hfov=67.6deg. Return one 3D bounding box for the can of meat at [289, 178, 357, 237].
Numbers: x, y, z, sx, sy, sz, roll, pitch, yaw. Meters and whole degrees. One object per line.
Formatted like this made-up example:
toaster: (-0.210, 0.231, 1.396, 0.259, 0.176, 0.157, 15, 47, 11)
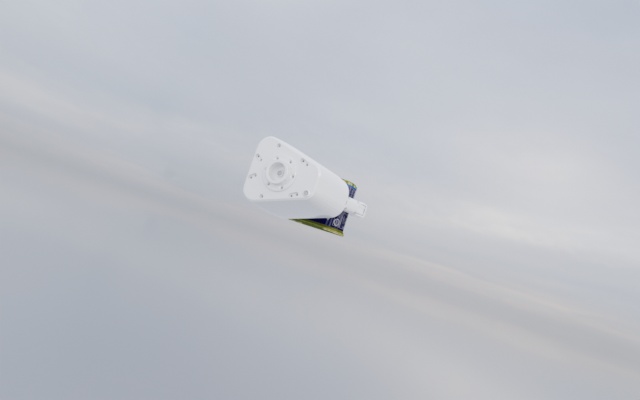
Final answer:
can of meat: (0.000, 0.002, 0.762, 0.102, 0.084, 0.057, 16, -6, 28)
